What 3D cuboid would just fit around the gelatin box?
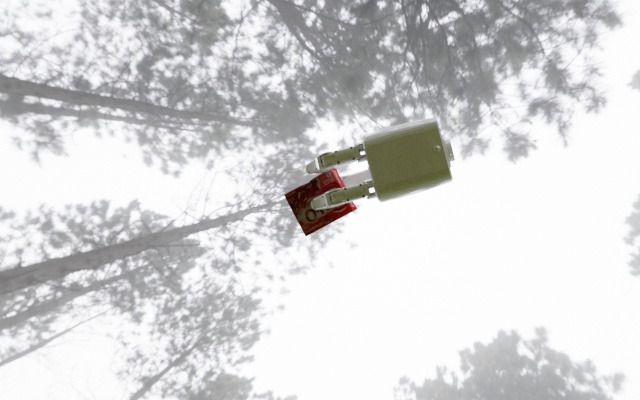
[{"bbox_3d":[0.000,0.002,0.725,0.089,0.073,0.030,-29,-3,18],"label":"gelatin box"}]
